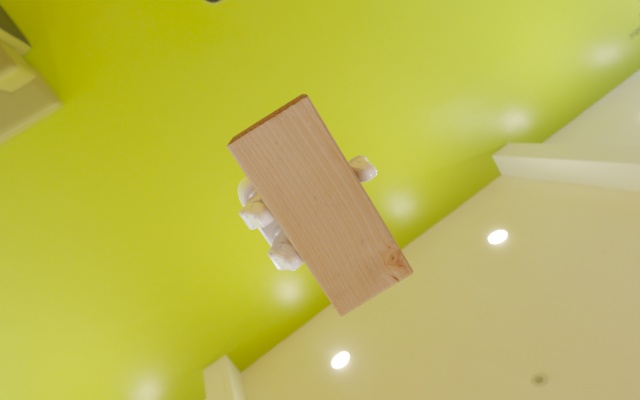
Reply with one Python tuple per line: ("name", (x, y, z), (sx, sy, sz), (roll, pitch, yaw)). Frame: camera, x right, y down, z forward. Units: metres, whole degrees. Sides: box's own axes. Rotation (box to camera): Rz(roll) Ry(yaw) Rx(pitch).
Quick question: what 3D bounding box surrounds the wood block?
("wood block", (0.000, 0.001, 0.500), (0.091, 0.206, 0.090), (-32, 15, 2))
